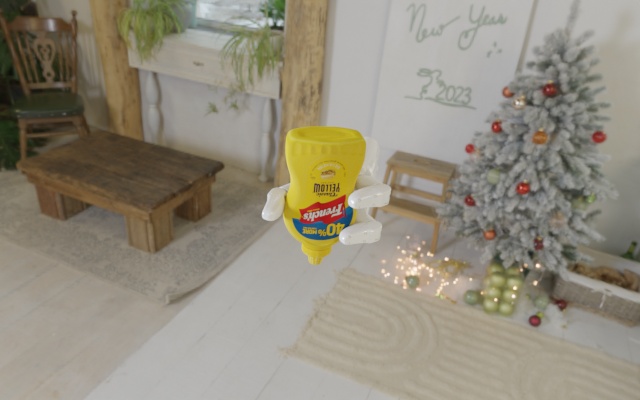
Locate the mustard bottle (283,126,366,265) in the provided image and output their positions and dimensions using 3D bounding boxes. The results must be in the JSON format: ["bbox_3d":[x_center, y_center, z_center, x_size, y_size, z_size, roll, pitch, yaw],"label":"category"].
[{"bbox_3d":[0.000,0.002,0.620,0.096,0.192,0.058,-2,31,-13],"label":"mustard bottle"}]
